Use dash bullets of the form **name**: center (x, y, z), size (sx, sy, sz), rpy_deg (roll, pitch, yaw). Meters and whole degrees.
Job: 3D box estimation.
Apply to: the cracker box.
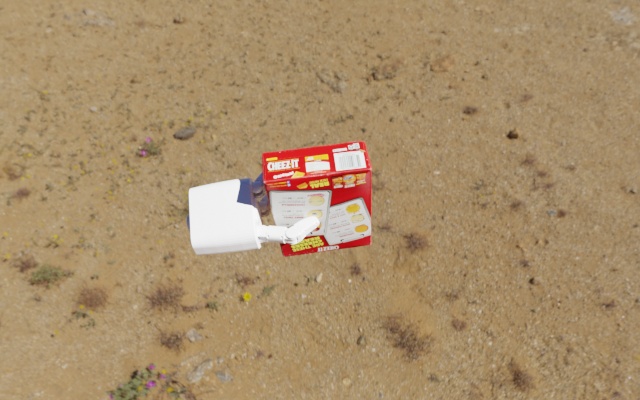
- **cracker box**: center (0.000, 0.003, 0.802), size (0.164, 0.072, 0.214), rpy_deg (-8, -37, 0)
